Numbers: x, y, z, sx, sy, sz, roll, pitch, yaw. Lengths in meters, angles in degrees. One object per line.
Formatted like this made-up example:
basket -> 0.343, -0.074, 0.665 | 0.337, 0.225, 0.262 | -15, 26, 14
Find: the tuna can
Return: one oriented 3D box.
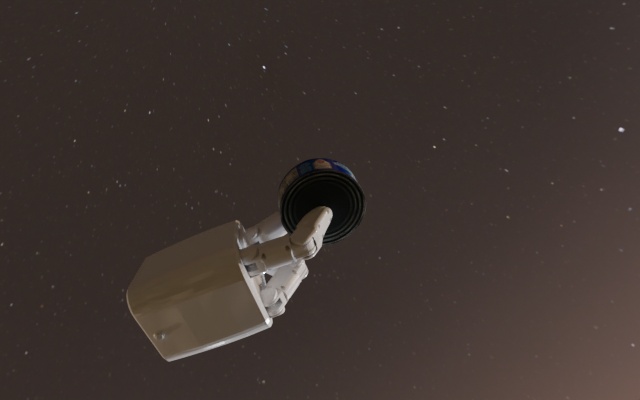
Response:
tuna can -> 0.000, 0.001, 0.481 | 0.086, 0.086, 0.033 | 0, 28, -11
